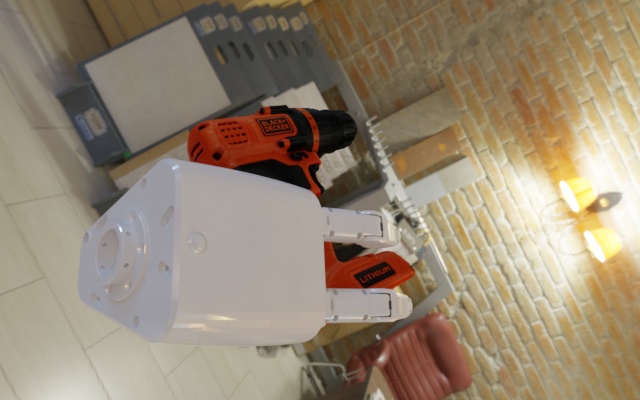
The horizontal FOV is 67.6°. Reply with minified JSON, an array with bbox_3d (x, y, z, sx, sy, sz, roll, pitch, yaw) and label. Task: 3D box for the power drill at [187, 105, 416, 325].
[{"bbox_3d":[0.000,0.002,0.411,0.184,0.187,0.057,-17,-20,-43],"label":"power drill"}]
